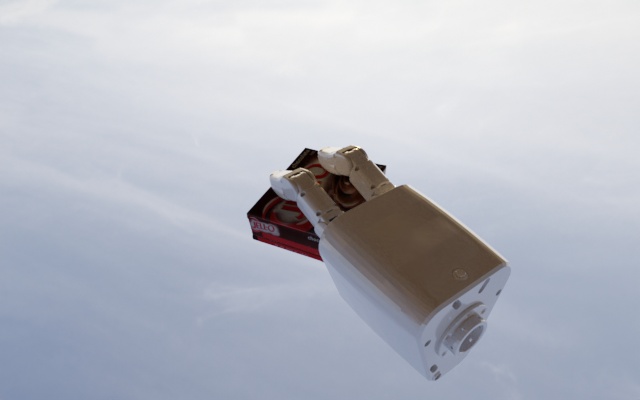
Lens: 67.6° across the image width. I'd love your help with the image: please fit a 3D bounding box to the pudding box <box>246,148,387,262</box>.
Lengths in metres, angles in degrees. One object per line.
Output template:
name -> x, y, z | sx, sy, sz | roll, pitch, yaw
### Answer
pudding box -> 0.000, 0.002, 0.444 | 0.090, 0.039, 0.113 | 16, 42, 22
